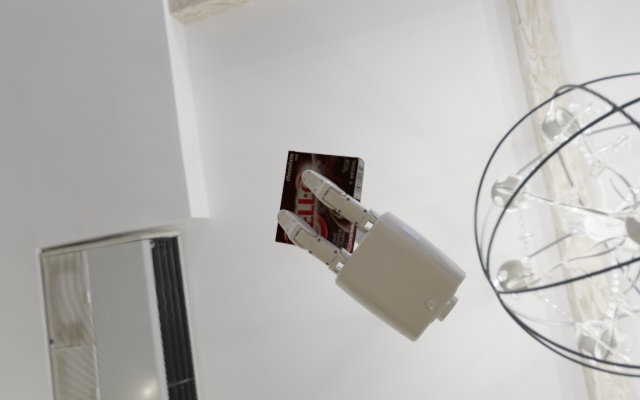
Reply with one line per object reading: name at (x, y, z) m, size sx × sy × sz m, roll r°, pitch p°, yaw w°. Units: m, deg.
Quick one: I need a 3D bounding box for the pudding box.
pudding box at (0.000, 0.002, 0.561) m, size 0.090 × 0.113 × 0.039 m, roll 8°, pitch -3°, yaw 21°
